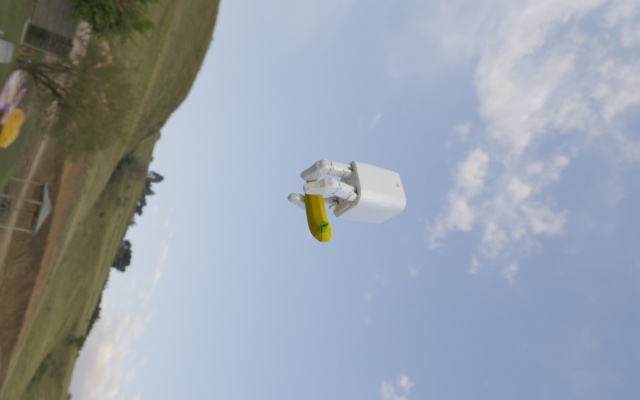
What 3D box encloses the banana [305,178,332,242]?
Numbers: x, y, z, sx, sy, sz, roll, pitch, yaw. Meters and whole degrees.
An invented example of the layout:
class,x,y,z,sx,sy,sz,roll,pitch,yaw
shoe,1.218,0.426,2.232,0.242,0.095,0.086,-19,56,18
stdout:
class,x,y,z,sx,sy,sz,roll,pitch,yaw
banana,-0.003,0.021,0.873,0.037,0.070,0.197,7,27,-14
